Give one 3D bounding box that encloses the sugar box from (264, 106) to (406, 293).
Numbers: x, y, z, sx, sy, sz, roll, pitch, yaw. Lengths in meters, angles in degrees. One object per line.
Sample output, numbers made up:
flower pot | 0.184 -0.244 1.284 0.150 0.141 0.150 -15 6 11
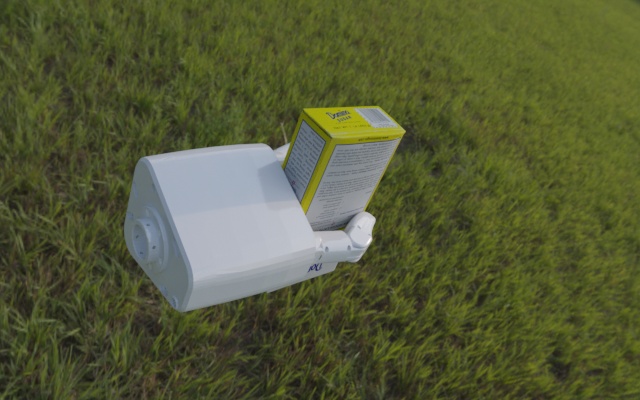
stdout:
sugar box | 0.000 0.001 0.432 0.093 0.176 0.048 -11 49 -42
